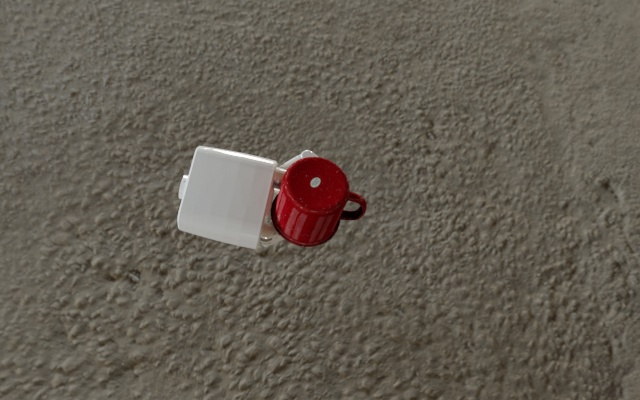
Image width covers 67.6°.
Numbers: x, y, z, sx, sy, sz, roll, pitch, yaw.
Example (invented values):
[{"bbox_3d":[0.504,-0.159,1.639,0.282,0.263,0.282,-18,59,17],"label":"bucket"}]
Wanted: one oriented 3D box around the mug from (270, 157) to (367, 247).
[{"bbox_3d":[0.002,0.002,0.593,0.117,0.093,0.081,12,-30,-6],"label":"mug"}]
